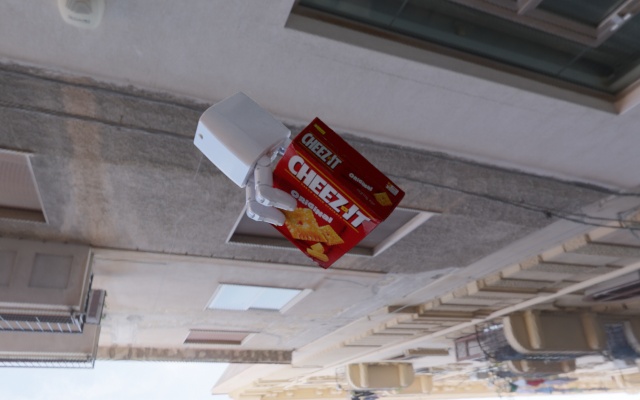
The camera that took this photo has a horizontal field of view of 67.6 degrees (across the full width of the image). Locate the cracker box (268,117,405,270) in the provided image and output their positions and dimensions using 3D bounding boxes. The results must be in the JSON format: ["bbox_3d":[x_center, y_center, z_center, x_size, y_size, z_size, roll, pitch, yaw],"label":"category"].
[{"bbox_3d":[0.000,0.002,0.721,0.072,0.164,0.214,-50,0,-33],"label":"cracker box"}]
